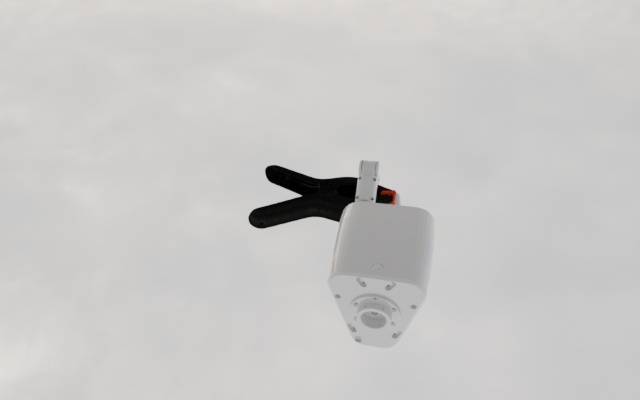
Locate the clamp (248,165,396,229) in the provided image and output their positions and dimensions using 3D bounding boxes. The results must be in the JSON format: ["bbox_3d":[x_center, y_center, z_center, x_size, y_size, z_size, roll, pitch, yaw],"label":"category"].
[{"bbox_3d":[0.000,0.002,0.563,0.171,0.039,0.120,6,39,12],"label":"clamp"}]
